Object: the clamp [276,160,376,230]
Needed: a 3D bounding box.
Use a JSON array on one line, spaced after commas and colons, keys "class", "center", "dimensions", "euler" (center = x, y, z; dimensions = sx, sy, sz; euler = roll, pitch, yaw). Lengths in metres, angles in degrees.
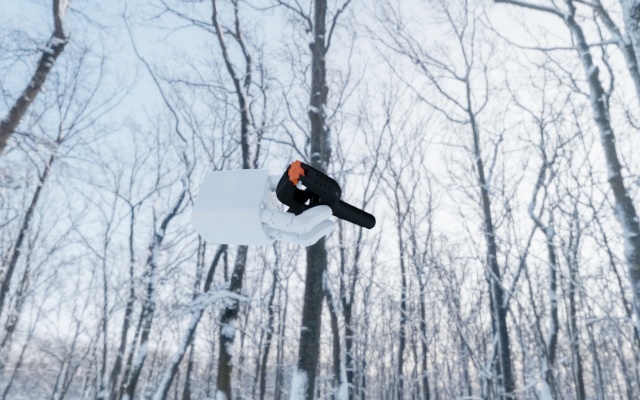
[{"class": "clamp", "center": [0.000, 0.001, 0.716], "dimensions": [0.164, 0.036, 0.210], "euler": [-1, -25, 7]}]
